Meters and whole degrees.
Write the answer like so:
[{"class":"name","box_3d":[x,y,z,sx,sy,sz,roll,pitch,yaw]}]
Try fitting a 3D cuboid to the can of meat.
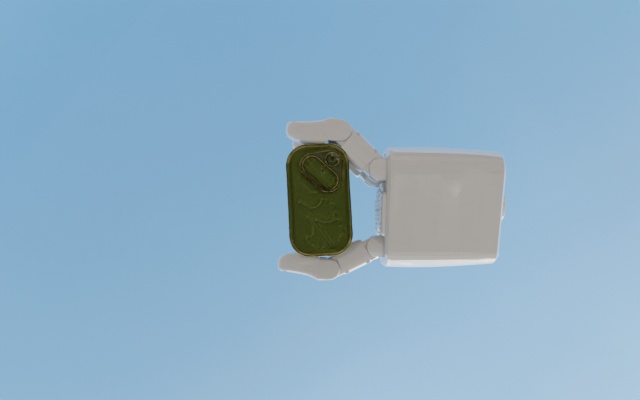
[{"class":"can of meat","box_3d":[0.000,0.002,0.469,0.057,0.102,0.084,-3,-3,2]}]
